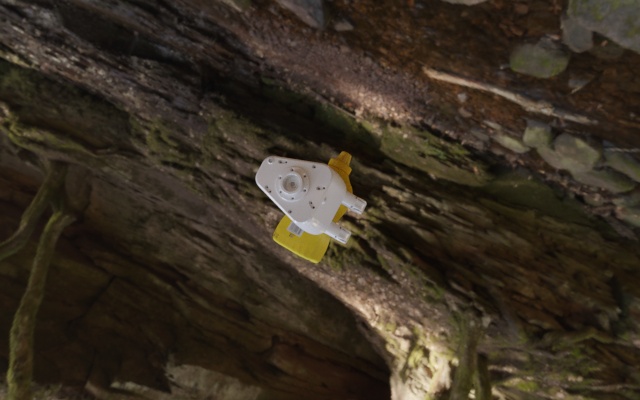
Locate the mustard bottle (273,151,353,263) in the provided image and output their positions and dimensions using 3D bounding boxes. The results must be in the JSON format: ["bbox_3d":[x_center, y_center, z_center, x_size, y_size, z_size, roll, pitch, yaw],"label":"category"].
[{"bbox_3d":[0.000,0.003,0.815,0.096,0.191,0.058,25,-5,38],"label":"mustard bottle"}]
